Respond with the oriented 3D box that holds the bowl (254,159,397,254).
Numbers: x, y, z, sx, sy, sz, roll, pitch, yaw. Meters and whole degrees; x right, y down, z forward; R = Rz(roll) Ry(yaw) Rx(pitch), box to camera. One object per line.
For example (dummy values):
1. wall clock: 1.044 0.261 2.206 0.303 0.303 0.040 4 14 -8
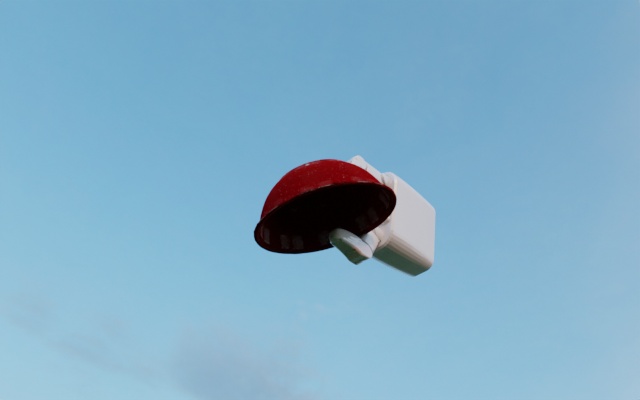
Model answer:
1. bowl: -0.001 0.001 0.533 0.162 0.055 0.162 -14 -26 -7
